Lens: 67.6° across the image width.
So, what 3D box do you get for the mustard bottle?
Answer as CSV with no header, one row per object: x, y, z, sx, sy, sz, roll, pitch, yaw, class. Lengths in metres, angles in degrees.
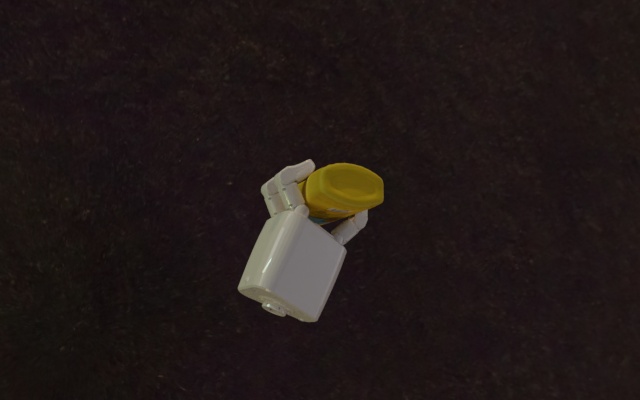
0.000,0.002,0.675,0.096,0.058,0.192,7,-16,-25,mustard bottle
